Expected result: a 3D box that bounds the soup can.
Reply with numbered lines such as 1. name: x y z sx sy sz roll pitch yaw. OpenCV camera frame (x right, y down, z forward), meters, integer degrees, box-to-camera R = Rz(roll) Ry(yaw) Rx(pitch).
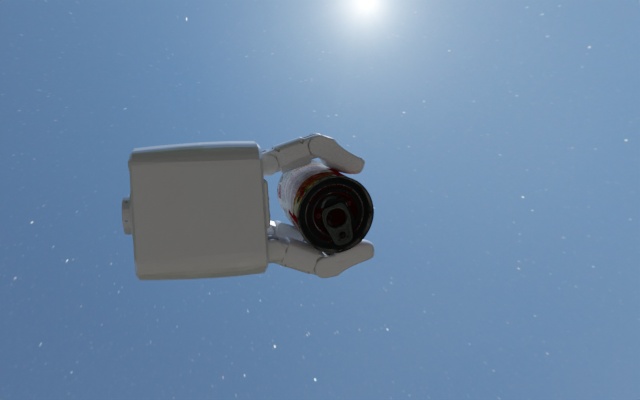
1. soup can: 0.000 0.001 0.450 0.068 0.068 0.102 0 13 -16
